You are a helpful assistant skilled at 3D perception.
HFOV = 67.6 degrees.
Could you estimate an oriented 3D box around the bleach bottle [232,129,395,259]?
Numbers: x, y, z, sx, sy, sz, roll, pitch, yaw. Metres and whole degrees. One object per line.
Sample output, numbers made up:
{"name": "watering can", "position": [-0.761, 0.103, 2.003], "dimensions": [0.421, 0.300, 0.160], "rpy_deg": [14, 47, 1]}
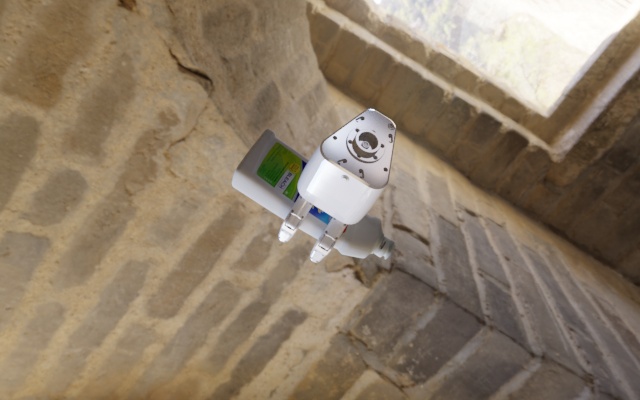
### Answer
{"name": "bleach bottle", "position": [0.000, 0.002, 0.705], "dimensions": [0.251, 0.102, 0.068], "rpy_deg": [32, -29, -1]}
